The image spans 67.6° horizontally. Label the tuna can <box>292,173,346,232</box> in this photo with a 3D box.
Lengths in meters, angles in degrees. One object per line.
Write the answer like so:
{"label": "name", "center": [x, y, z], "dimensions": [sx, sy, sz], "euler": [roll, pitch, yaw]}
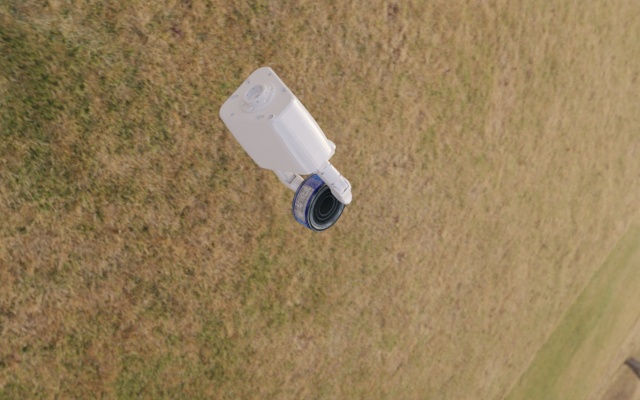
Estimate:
{"label": "tuna can", "center": [0.001, 0.003, 0.707], "dimensions": [0.033, 0.086, 0.086], "euler": [29, 18, 37]}
